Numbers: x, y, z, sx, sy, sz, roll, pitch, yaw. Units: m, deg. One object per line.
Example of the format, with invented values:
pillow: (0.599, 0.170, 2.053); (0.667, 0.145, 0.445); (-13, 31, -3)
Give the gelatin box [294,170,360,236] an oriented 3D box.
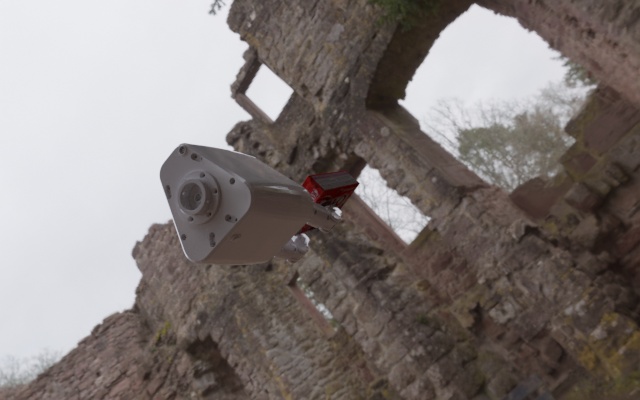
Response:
gelatin box: (0.000, 0.002, 0.588); (0.030, 0.073, 0.089); (45, 28, 19)
